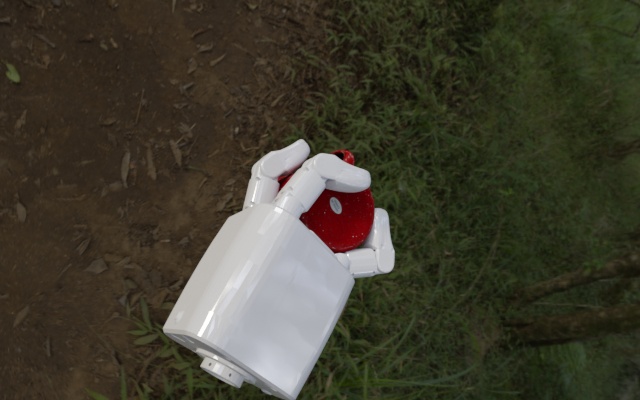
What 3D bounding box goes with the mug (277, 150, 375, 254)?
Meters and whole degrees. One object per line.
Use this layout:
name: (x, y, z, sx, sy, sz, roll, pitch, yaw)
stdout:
mug: (0.001, 0.000, 0.443, 0.093, 0.117, 0.081, 38, -28, -20)
